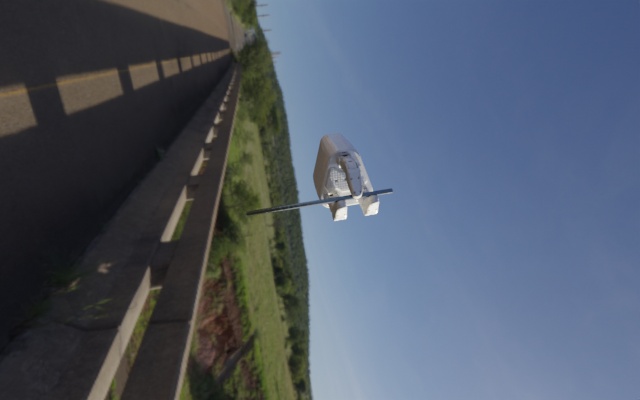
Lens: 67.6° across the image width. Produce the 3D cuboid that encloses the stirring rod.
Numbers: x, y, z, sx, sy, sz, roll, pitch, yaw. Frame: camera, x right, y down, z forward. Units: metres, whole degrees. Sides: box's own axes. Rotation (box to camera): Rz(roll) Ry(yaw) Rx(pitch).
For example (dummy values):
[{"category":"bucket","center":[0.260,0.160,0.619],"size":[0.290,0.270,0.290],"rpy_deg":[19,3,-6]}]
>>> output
[{"category":"stirring rod","center":[0.000,0.002,0.772],"size":[0.239,0.011,0.011],"rpy_deg":[-9,1,-7]}]
